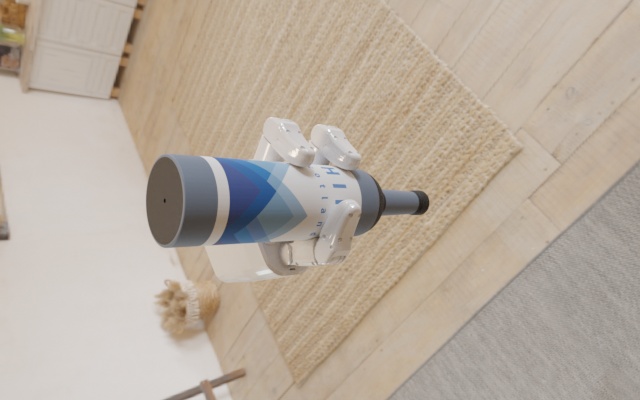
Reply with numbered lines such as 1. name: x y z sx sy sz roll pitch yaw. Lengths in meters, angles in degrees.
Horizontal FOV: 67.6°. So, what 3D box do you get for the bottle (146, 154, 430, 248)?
1. bottle: 0.000 0.001 0.432 0.296 0.069 0.069 1 0 -42
